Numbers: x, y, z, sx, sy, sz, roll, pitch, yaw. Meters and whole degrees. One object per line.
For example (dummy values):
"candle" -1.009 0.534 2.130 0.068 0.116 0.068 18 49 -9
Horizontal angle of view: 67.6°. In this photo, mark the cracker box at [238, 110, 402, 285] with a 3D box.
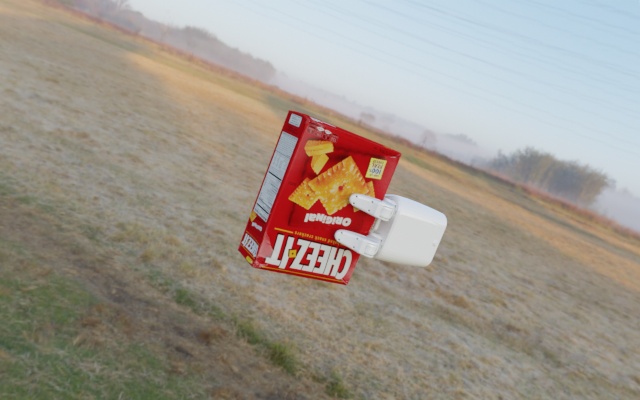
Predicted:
"cracker box" 0.000 0.002 0.677 0.164 0.214 0.072 16 9 -31
